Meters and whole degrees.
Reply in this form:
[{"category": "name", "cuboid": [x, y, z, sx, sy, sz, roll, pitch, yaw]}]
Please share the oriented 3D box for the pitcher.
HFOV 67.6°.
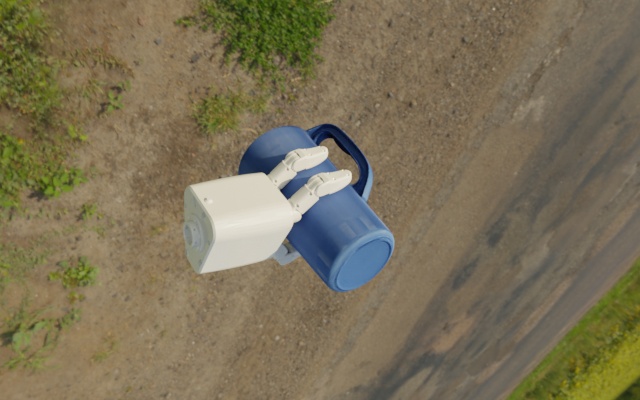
[{"category": "pitcher", "cuboid": [0.000, 0.002, 0.680, 0.145, 0.149, 0.242, -11, 44, -35]}]
